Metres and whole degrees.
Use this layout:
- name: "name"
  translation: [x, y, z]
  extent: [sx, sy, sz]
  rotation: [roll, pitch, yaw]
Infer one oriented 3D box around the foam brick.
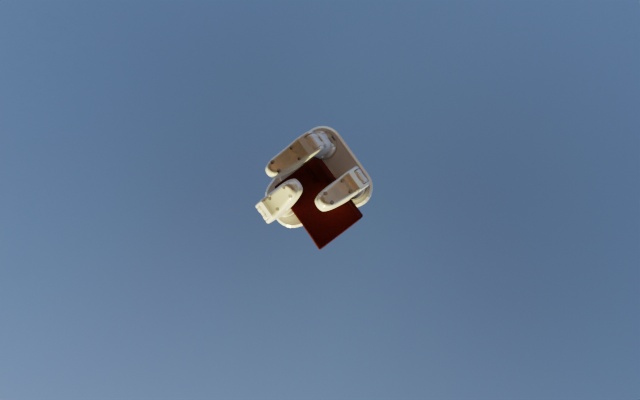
- name: "foam brick"
  translation: [0.000, 0.002, 0.486]
  extent: [0.053, 0.078, 0.051]
  rotation: [-36, -3, 7]
